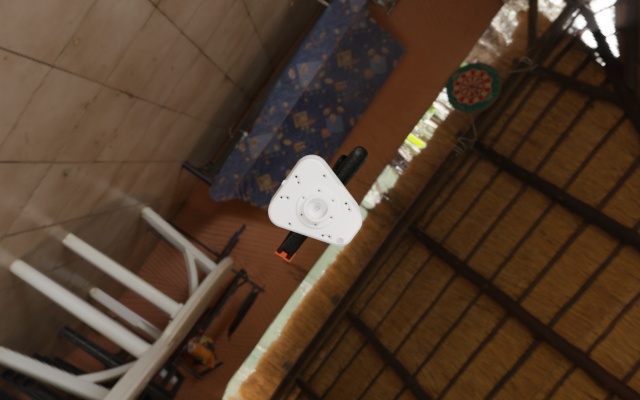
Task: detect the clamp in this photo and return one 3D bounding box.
[{"bbox_3d":[0.000,0.003,0.763,0.036,0.210,0.164,35,5,-4],"label":"clamp"}]
